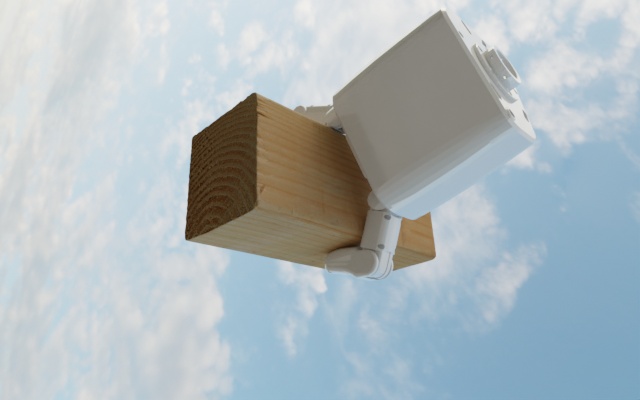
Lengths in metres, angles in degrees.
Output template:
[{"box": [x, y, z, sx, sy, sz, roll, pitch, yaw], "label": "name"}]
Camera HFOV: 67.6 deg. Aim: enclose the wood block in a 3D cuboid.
[{"box": [0.000, 0.002, 0.409, 0.206, 0.090, 0.090, 19, -30, -41], "label": "wood block"}]
